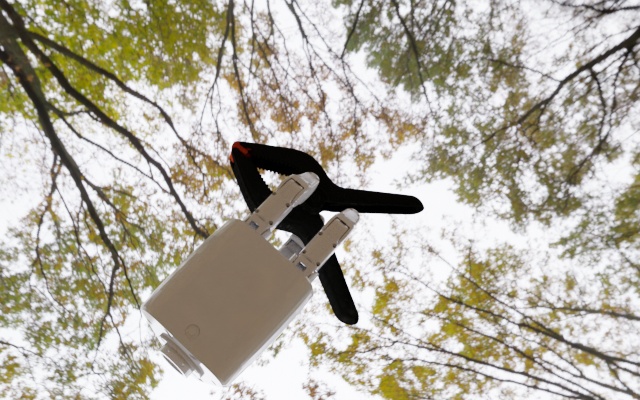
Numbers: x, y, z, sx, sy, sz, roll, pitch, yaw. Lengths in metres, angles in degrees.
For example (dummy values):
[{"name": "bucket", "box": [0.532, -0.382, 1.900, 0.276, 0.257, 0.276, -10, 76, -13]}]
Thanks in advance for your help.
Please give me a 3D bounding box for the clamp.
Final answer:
[{"name": "clamp", "box": [-0.001, 0.002, 0.495, 0.164, 0.210, 0.036, -45, -8, -32]}]
